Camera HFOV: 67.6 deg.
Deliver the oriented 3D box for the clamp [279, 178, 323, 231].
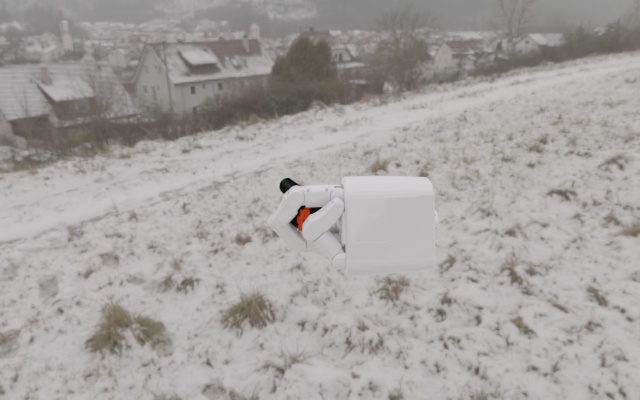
[{"bbox_3d":[0.000,0.002,0.656,0.120,0.039,0.171,-2,19,-1],"label":"clamp"}]
